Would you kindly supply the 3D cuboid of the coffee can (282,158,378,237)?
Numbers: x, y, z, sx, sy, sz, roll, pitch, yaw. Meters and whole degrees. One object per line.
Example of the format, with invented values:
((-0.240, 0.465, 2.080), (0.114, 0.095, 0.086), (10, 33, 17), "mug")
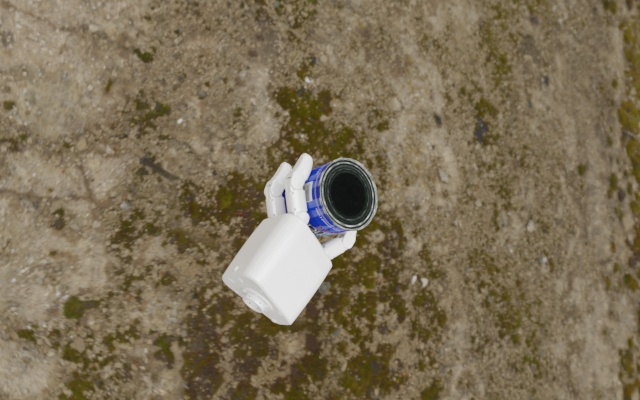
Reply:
((0.000, 0.002, 0.708), (0.103, 0.103, 0.140), (0, -10, -36), "coffee can")
